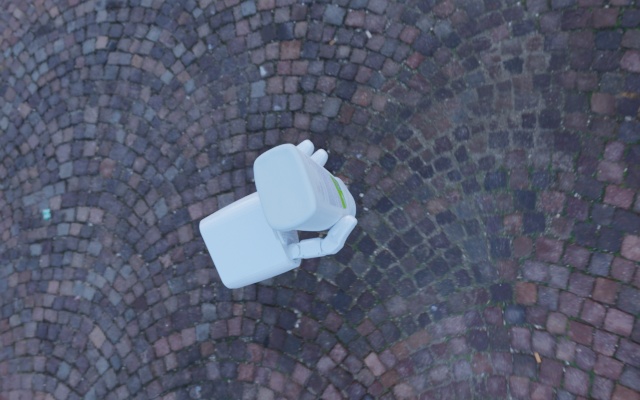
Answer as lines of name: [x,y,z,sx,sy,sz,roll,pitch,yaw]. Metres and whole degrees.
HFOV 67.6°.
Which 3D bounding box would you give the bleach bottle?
bleach bottle: [0.000,0.002,0.655,0.068,0.102,0.251,-23,-17,16]
